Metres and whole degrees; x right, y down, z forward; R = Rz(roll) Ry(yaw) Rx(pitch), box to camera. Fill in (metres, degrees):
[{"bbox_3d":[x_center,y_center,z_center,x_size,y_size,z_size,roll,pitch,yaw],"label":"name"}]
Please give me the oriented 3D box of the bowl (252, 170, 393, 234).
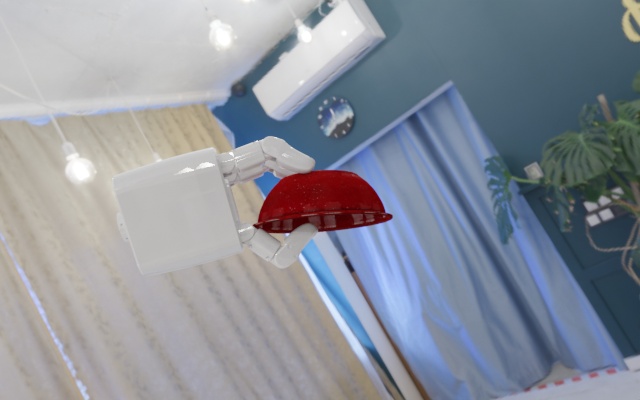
[{"bbox_3d":[0.001,0.001,0.549,0.162,0.055,0.162,-4,-10,-1],"label":"bowl"}]
